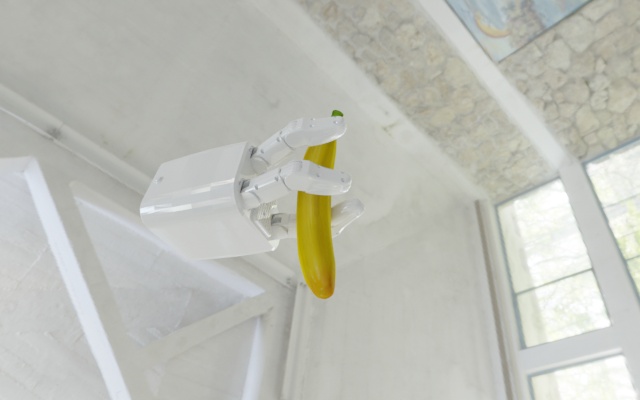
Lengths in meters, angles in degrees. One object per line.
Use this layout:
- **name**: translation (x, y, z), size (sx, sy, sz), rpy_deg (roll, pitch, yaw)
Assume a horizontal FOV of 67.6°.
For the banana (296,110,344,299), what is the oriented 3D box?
- **banana**: translation (-0.003, 0.007, 0.471), size (0.037, 0.197, 0.070), rpy_deg (7, -27, -9)
